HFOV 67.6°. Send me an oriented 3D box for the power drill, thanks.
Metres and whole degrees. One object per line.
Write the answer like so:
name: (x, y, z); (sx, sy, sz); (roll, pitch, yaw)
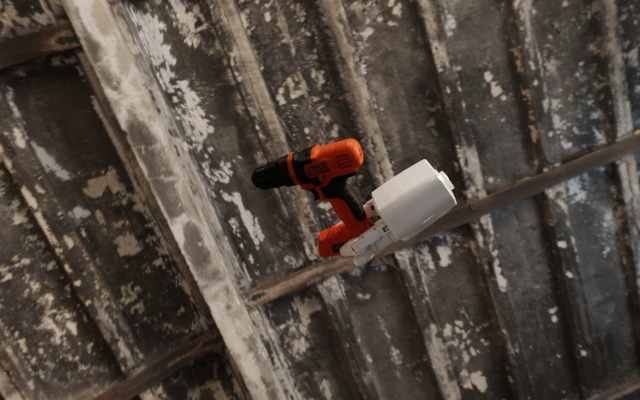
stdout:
power drill: (0.001, 0.003, 0.772); (0.184, 0.188, 0.057); (-13, 30, 20)
